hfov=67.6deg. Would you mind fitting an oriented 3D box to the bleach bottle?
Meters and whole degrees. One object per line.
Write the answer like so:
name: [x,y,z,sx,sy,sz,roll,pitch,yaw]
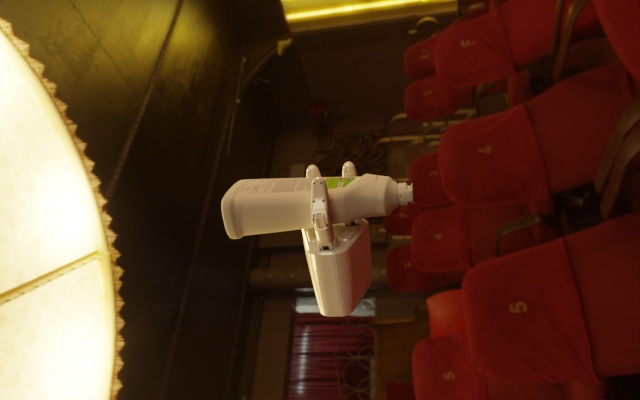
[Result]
bleach bottle: [0.000,0.002,0.657,0.251,0.068,0.102,-4,22,12]
